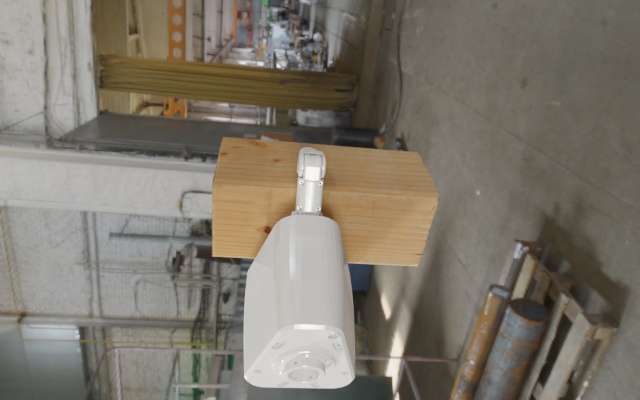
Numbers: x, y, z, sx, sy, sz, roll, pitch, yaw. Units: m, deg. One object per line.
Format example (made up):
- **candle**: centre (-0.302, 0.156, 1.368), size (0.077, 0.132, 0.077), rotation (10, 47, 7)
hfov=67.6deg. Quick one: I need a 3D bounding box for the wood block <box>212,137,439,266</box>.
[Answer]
- **wood block**: centre (0.000, 0.002, 0.484), size (0.206, 0.091, 0.090), rotation (4, 34, -7)
